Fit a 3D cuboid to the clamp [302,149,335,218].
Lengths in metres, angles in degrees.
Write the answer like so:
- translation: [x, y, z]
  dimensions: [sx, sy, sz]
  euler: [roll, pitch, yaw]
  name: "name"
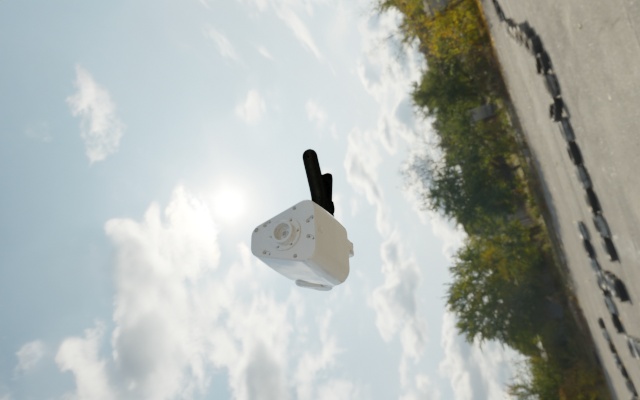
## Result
- translation: [0.000, 0.003, 0.782]
  dimensions: [0.039, 0.171, 0.120]
  euler: [-16, -31, 17]
  name: "clamp"
